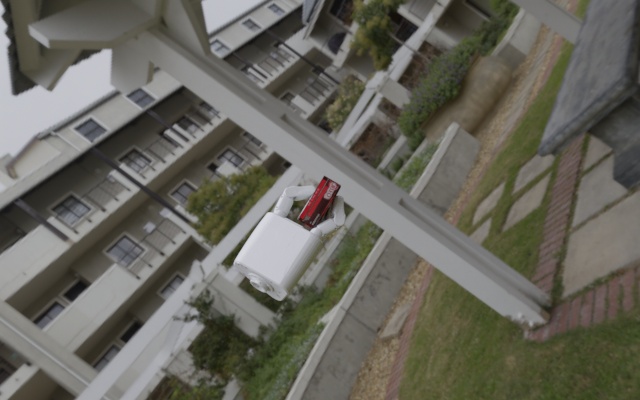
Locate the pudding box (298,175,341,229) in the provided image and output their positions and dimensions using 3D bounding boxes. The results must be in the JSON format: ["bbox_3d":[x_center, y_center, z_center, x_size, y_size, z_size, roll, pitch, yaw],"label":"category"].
[{"bbox_3d":[0.000,0.003,0.860,0.039,0.090,0.113,32,2,0],"label":"pudding box"}]
